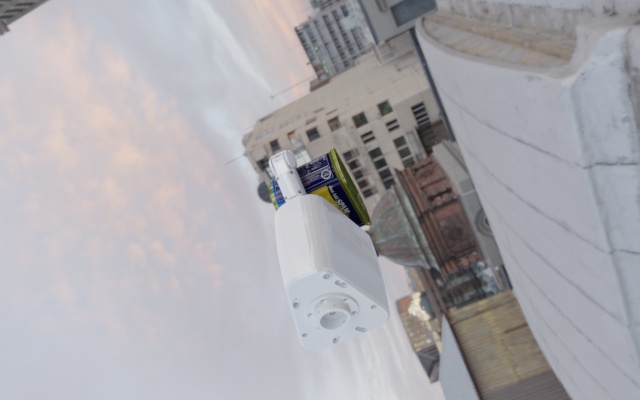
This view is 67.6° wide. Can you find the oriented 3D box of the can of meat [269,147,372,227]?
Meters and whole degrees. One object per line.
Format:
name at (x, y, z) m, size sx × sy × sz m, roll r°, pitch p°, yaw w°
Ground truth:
can of meat at (0.000, 0.002, 0.549) m, size 0.084 × 0.102 × 0.057 m, roll -25°, pitch 40°, yaw 9°
